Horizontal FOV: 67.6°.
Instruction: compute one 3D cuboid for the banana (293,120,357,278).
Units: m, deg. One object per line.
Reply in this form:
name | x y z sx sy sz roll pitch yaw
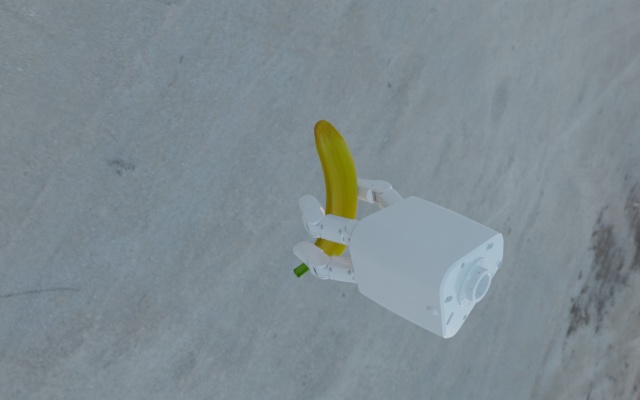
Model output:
banana | 0.014 0.002 0.564 0.069 0.198 0.037 -11 27 -39
